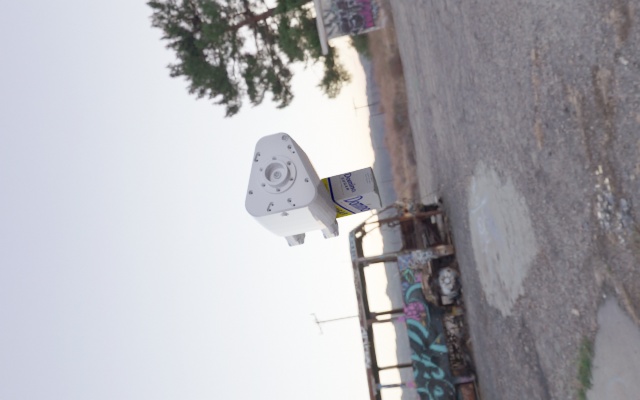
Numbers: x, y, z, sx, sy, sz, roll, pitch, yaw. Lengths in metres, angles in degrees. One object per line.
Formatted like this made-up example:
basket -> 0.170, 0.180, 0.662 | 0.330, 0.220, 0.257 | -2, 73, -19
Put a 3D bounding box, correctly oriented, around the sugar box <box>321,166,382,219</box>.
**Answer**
sugar box -> 0.000, 0.003, 0.717 | 0.176, 0.048, 0.093 | -12, -19, 10
